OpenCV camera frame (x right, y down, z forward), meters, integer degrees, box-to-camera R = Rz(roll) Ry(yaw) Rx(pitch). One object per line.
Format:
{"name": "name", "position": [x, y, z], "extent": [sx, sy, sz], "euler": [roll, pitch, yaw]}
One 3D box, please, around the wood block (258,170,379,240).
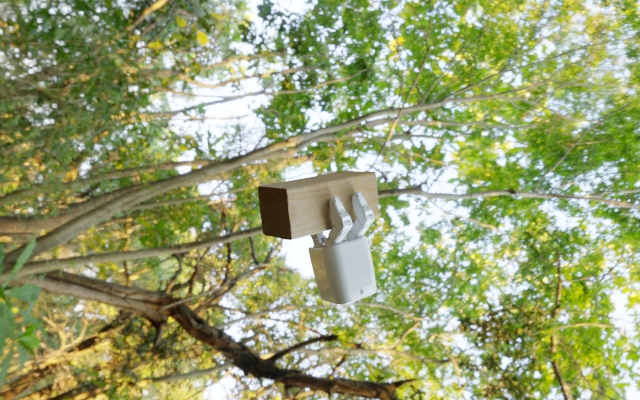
{"name": "wood block", "position": [0.000, 0.003, 0.868], "extent": [0.206, 0.090, 0.091], "euler": [-12, 11, -39]}
